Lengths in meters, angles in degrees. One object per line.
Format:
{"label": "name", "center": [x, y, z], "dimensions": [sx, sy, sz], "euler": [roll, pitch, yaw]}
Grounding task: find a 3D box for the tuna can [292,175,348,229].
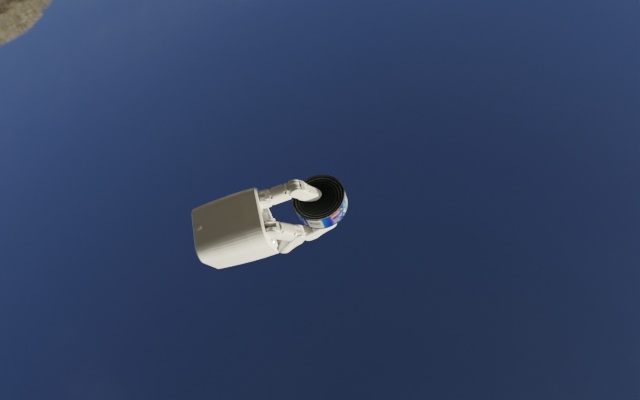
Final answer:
{"label": "tuna can", "center": [0.000, 0.003, 0.769], "dimensions": [0.086, 0.086, 0.034], "euler": [0, -33, 16]}
